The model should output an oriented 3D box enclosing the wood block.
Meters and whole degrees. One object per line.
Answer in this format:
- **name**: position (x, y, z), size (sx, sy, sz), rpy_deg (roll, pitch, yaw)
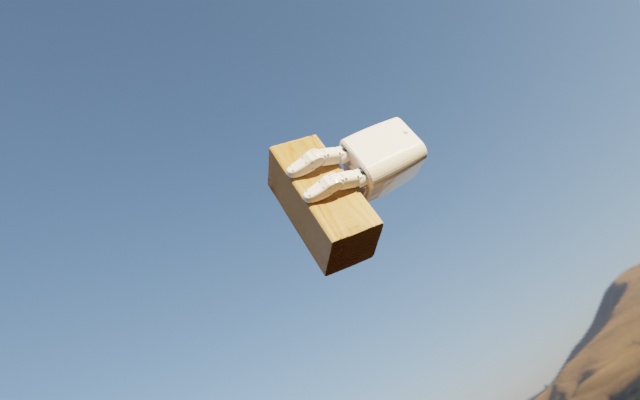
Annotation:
- **wood block**: position (0.000, 0.002, 0.755), size (0.090, 0.206, 0.091), rpy_deg (-19, -36, -22)
